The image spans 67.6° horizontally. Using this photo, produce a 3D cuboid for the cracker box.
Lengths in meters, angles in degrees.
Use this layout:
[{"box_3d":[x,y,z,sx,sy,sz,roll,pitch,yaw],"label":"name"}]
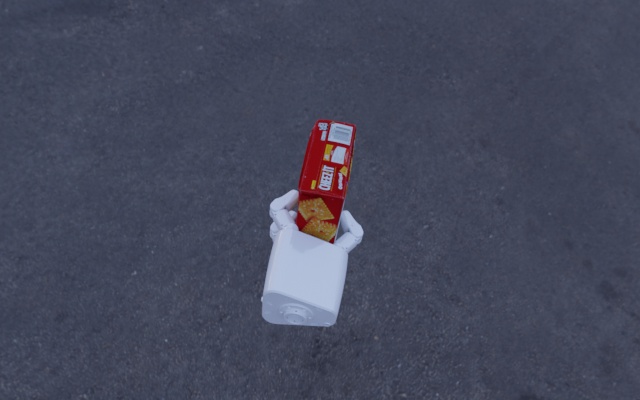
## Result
[{"box_3d":[0.000,0.002,0.774,0.072,0.164,0.214,11,-42,0],"label":"cracker box"}]
